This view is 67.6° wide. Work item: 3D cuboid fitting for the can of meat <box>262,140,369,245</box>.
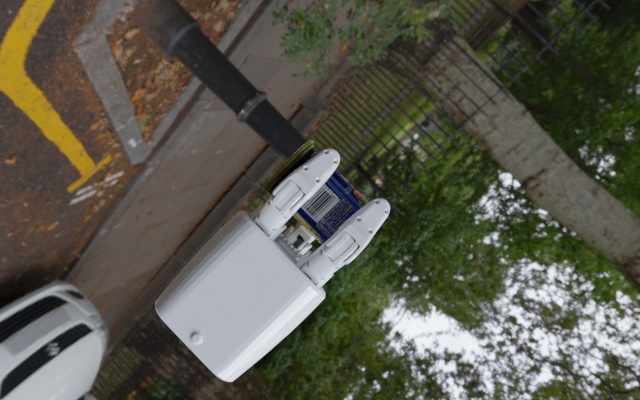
[{"bbox_3d":[0.000,0.002,0.425,0.057,0.084,0.102,-44,-1,-5],"label":"can of meat"}]
